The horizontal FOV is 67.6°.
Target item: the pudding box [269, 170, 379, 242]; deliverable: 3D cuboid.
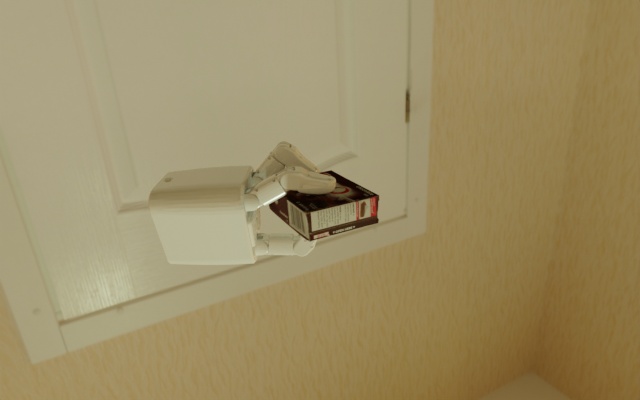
[{"bbox_3d":[0.000,0.002,0.547,0.090,0.039,0.113,-14,26,-24],"label":"pudding box"}]
